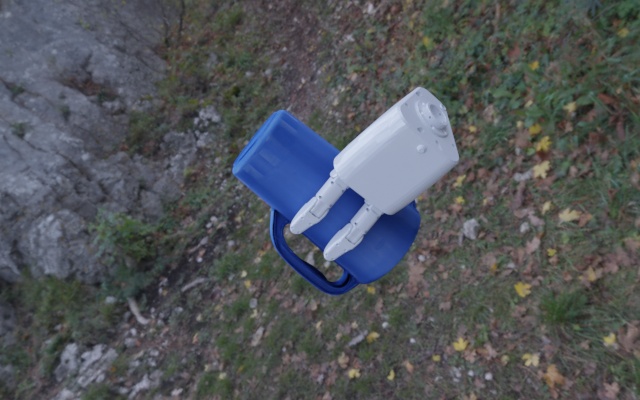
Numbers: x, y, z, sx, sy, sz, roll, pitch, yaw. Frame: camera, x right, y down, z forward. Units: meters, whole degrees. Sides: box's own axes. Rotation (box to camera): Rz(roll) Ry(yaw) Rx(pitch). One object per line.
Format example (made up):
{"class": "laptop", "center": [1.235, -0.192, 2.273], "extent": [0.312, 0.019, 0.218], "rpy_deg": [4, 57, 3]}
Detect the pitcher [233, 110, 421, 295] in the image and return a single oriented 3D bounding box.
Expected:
{"class": "pitcher", "center": [0.000, 0.002, 0.643], "extent": [0.243, 0.149, 0.145], "rpy_deg": [38, -51, -14]}
